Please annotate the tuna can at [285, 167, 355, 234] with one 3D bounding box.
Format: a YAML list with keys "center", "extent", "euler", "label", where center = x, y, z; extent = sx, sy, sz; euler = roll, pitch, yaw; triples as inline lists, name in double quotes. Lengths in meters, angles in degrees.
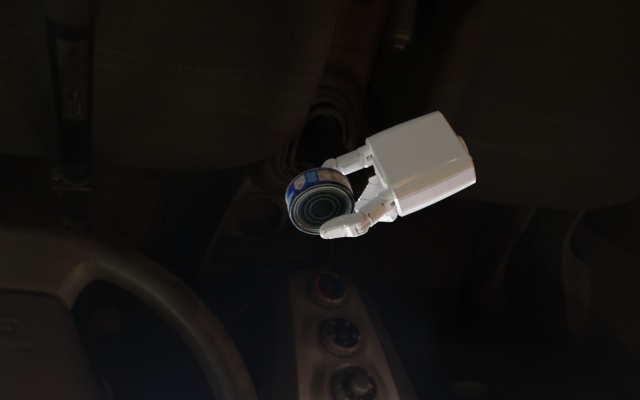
- center: [0.000, 0.002, 0.603]
  extent: [0.086, 0.086, 0.033]
  euler: [0, 39, -13]
  label: "tuna can"
